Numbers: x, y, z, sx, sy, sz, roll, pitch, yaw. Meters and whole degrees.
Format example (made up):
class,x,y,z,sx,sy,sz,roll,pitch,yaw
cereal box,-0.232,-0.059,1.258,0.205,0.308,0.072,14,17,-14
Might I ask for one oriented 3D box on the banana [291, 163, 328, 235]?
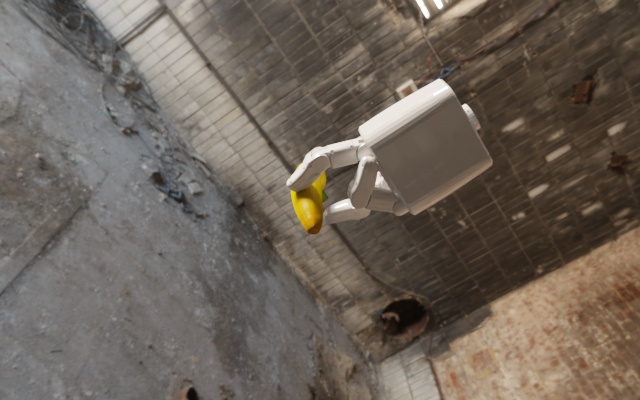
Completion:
class,x,y,z,sx,sy,sz,roll,pitch,yaw
banana,-0.010,-0.014,0.608,0.037,0.069,0.197,-32,7,11
